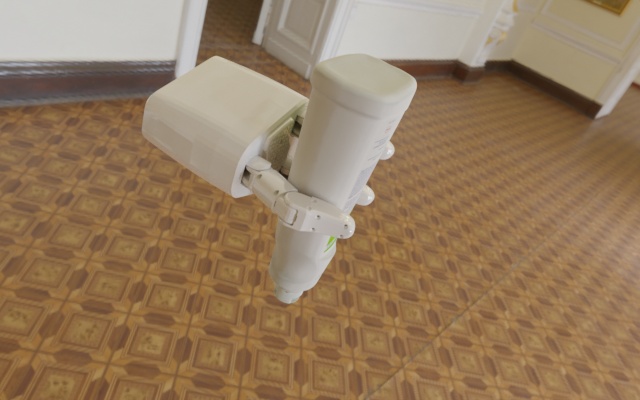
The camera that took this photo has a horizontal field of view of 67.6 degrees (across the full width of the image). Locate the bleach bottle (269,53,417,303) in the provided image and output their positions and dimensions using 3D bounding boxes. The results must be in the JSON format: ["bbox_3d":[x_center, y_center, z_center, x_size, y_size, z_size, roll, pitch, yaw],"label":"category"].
[{"bbox_3d":[0.000,0.001,0.428,0.068,0.251,0.102,31,33,14],"label":"bleach bottle"}]
